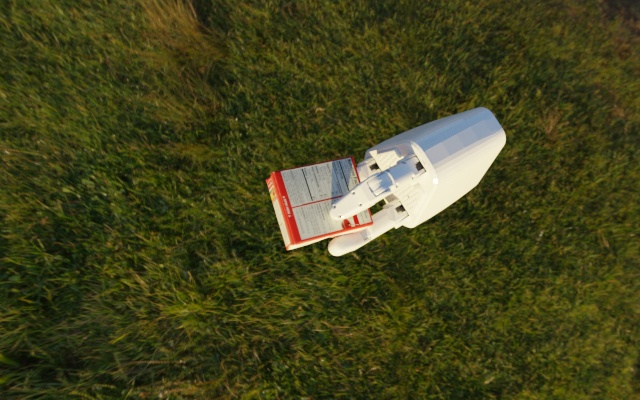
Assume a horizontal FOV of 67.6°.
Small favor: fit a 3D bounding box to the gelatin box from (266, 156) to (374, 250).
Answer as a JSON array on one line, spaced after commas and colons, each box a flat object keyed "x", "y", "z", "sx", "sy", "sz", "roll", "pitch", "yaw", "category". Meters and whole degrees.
[{"x": 0.000, "y": 0.001, "z": 0.466, "sx": 0.089, "sy": 0.073, "sz": 0.030, "roll": -13, "pitch": -11, "yaw": -24, "category": "gelatin box"}]
